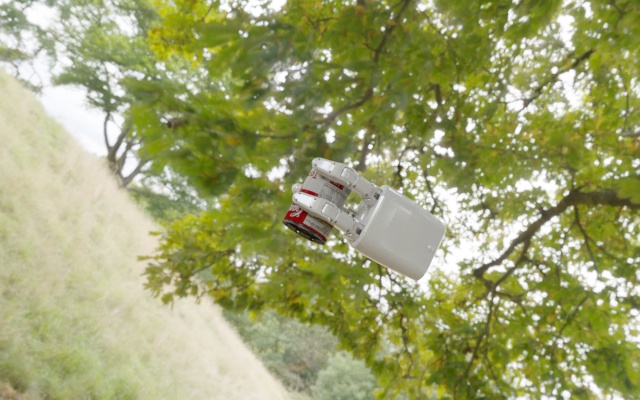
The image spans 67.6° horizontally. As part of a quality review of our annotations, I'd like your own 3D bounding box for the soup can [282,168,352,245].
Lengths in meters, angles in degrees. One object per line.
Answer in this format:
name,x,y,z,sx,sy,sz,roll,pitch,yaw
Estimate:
soup can,0.000,0.002,0.672,0.068,0.102,0.068,27,-13,7
